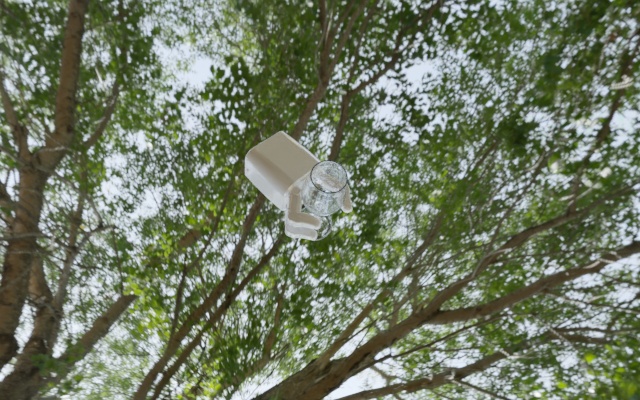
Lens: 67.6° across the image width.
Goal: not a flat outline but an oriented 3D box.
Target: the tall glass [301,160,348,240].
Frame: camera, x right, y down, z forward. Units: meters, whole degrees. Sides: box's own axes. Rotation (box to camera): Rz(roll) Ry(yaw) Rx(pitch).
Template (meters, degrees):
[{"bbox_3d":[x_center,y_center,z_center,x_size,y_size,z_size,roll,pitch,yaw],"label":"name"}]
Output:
[{"bbox_3d":[0.000,0.003,0.864,0.079,0.079,0.201,0,-25,-9],"label":"tall glass"}]
